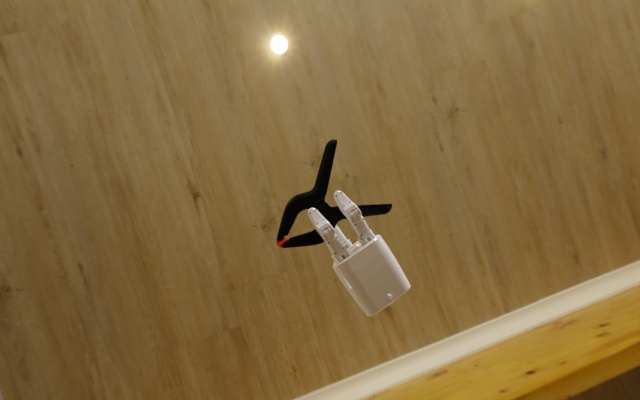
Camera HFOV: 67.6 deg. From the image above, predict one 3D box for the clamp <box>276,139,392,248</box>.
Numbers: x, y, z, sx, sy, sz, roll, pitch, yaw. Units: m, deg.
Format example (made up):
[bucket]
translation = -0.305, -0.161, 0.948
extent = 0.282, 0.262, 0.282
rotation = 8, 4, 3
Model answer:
[clamp]
translation = 0.000, 0.003, 0.837
extent = 0.210, 0.164, 0.036
rotation = -33, -3, -11
